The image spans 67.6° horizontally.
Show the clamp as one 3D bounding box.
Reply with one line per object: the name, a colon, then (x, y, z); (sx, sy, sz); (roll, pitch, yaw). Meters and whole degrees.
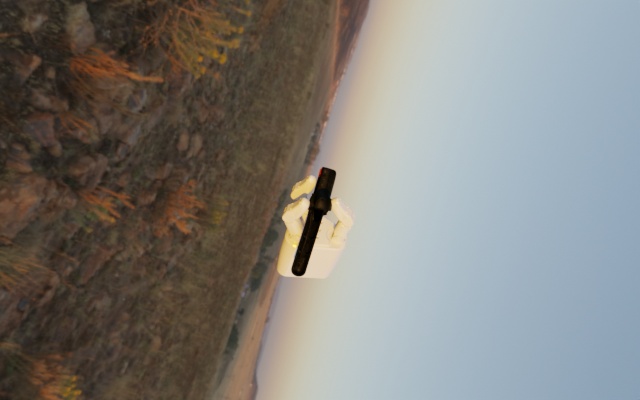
clamp: (0.001, 0.003, 0.798); (0.036, 0.209, 0.165); (19, -44, -4)
